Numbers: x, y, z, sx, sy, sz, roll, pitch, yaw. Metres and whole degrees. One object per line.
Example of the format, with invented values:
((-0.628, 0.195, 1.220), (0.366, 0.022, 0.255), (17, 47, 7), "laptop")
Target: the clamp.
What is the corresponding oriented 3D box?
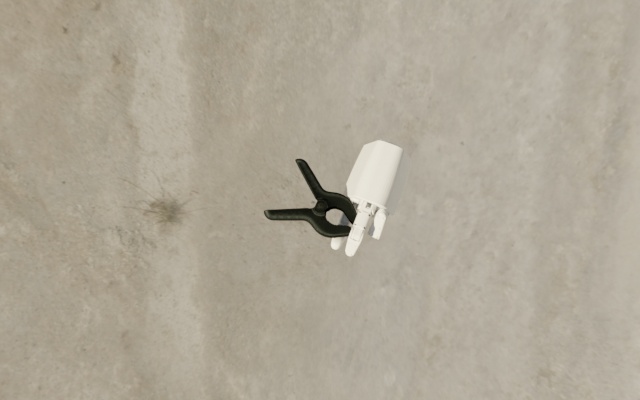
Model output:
((0.000, 0.003, 0.824), (0.171, 0.120, 0.039), (21, -4, 5), "clamp")
